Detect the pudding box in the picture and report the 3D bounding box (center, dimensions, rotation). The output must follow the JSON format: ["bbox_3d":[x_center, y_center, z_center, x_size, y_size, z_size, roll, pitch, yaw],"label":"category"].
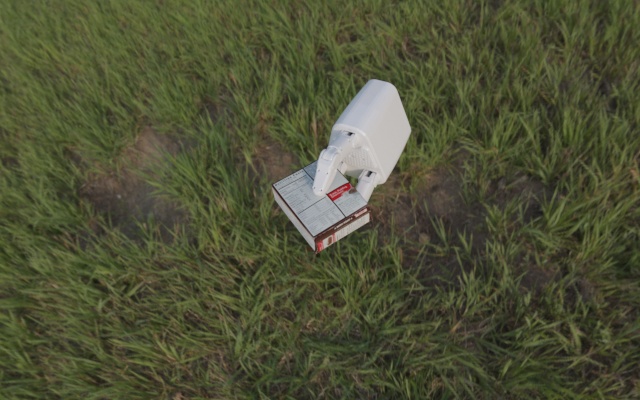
[{"bbox_3d":[0.000,0.002,0.636,0.090,0.113,0.039,-30,-37,-14],"label":"pudding box"}]
